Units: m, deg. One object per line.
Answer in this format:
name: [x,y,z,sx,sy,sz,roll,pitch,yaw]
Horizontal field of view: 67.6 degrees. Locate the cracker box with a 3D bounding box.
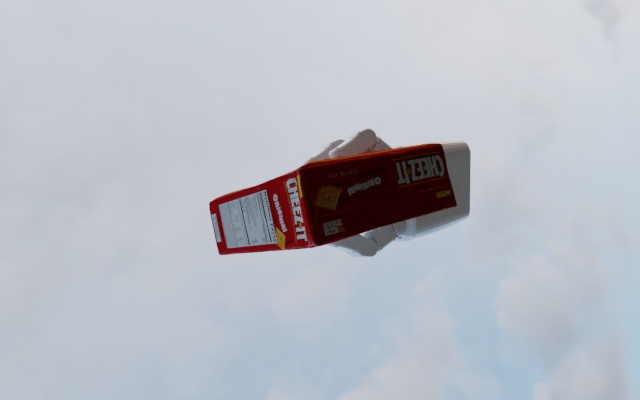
cracker box: [0.000,0.002,0.493,0.164,0.072,0.214,-13,0,-33]
